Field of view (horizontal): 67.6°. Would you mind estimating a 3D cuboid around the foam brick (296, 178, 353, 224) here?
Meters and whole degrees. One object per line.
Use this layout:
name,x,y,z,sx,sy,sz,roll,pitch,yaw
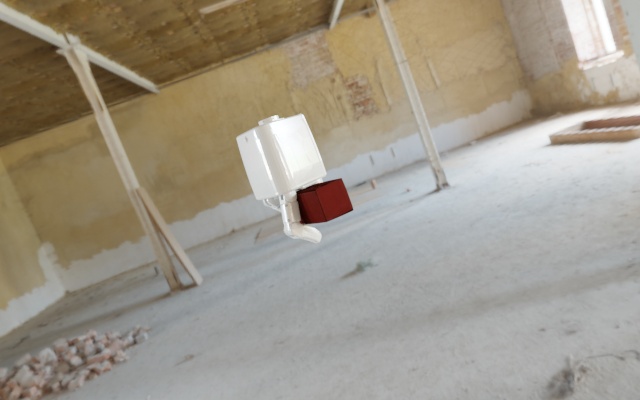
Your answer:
foam brick,0.000,0.002,0.713,0.053,0.051,0.078,-23,7,-33
